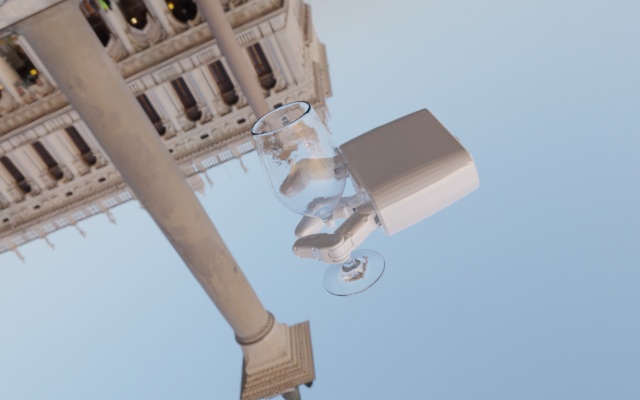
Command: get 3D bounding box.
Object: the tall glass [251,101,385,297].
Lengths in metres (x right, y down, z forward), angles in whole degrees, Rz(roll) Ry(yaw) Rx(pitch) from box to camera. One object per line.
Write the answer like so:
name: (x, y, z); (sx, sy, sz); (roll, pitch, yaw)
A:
tall glass: (0.000, 0.002, 0.490); (0.079, 0.201, 0.079); (-19, 29, 11)
